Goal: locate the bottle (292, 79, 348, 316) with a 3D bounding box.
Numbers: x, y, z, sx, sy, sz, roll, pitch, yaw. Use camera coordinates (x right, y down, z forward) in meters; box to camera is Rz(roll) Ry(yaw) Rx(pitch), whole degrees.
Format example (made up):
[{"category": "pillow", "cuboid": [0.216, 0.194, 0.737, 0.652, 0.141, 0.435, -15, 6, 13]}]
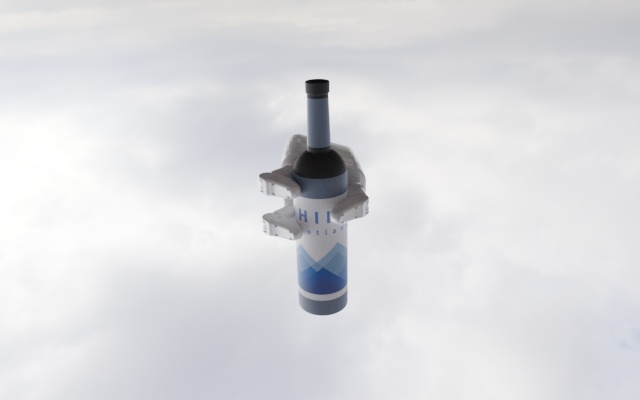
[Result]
[{"category": "bottle", "cuboid": [0.000, 0.002, 0.588, 0.069, 0.296, 0.069, -1, 24, 1]}]
